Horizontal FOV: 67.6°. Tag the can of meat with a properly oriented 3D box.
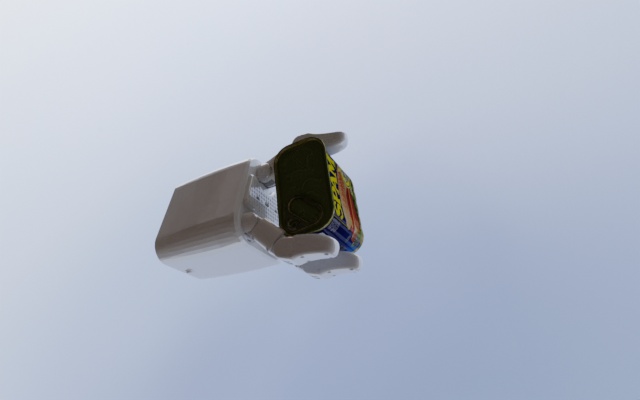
[{"bbox_3d":[0.000,0.002,0.484,0.057,0.102,0.084,-19,-31,19],"label":"can of meat"}]
